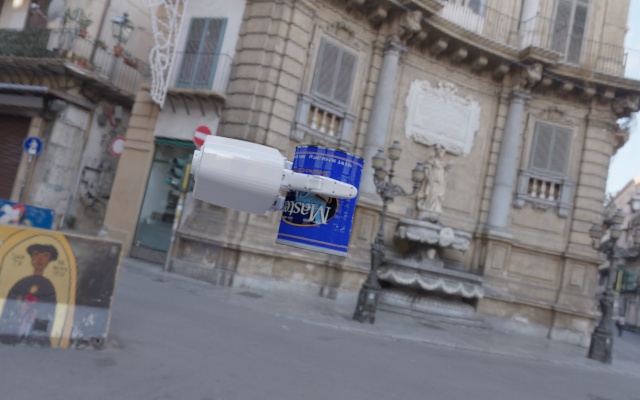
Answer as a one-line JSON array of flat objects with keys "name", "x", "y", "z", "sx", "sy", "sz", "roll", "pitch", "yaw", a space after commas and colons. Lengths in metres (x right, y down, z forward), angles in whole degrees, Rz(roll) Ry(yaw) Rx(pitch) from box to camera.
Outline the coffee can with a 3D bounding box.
[{"name": "coffee can", "x": 0.000, "y": 0.002, "z": 0.678, "sx": 0.103, "sy": 0.140, "sz": 0.103, "roll": 12, "pitch": -6, "yaw": 1}]
